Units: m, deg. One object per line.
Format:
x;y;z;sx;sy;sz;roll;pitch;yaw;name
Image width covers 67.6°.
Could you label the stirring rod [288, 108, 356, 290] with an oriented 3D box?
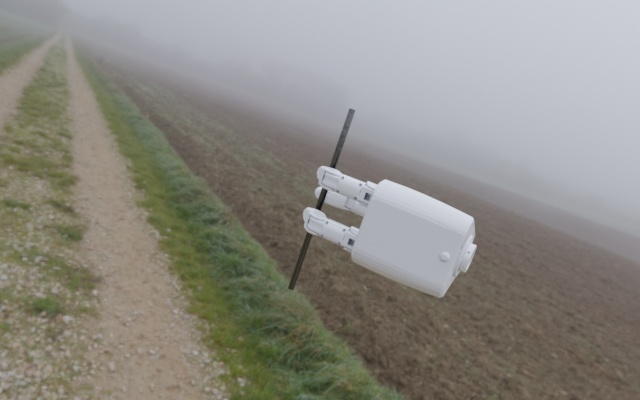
0.000;0.002;0.597;0.011;0.239;0.011;18;10;-3;stirring rod
